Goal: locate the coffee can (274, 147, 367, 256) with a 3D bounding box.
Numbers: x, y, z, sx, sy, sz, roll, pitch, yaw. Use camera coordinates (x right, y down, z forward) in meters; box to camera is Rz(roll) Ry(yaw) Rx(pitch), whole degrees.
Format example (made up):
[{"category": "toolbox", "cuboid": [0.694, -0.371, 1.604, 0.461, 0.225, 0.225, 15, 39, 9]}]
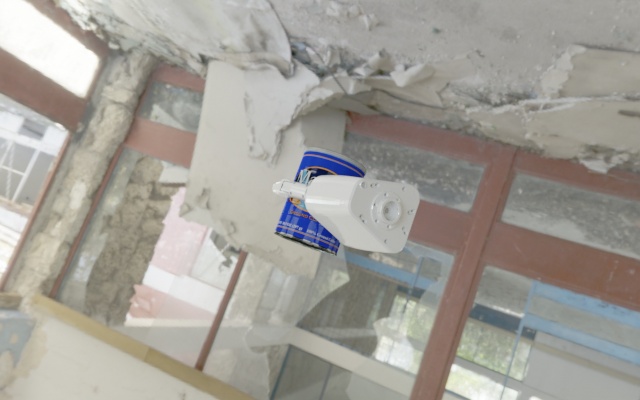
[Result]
[{"category": "coffee can", "cuboid": [0.000, 0.002, 0.735, 0.103, 0.140, 0.103, 20, -9, 3]}]
